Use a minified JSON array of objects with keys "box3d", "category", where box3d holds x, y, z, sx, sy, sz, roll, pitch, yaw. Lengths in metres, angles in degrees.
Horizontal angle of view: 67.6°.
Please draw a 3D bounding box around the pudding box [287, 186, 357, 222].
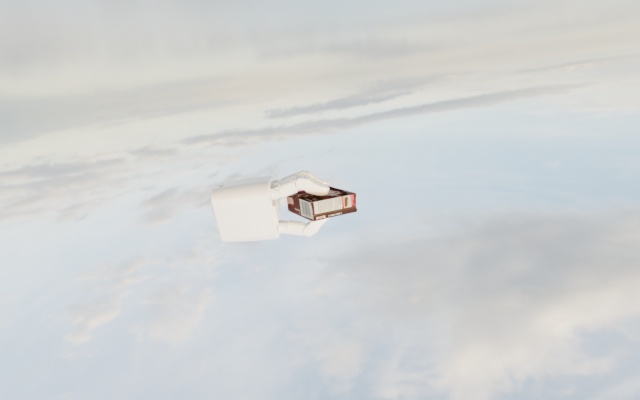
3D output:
[{"box3d":[0.000,0.003,0.861,0.090,0.039,0.113,-12,16,-24],"category":"pudding box"}]
